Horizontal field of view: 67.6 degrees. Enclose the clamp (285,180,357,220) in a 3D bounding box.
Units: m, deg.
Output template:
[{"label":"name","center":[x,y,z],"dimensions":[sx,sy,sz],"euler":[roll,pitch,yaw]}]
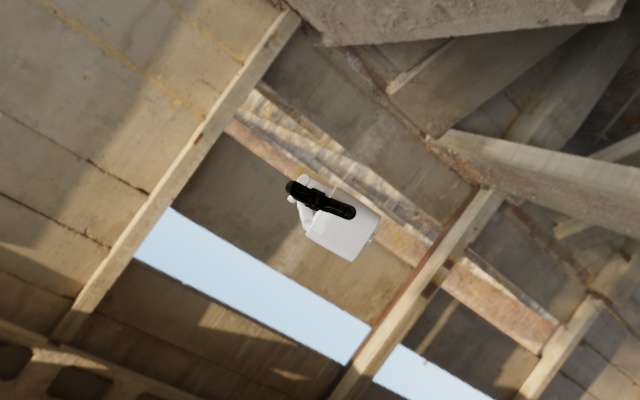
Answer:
[{"label":"clamp","center":[0.000,0.003,0.822],"dimensions":[0.120,0.039,0.171],"euler":[29,0,0]}]
